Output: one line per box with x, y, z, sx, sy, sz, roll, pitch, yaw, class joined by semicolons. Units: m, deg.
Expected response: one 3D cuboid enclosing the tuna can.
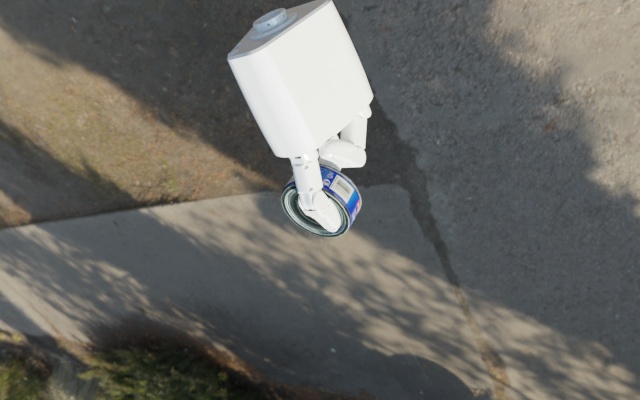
0.000;0.002;0.532;0.086;0.086;0.033;0;44;34;tuna can
